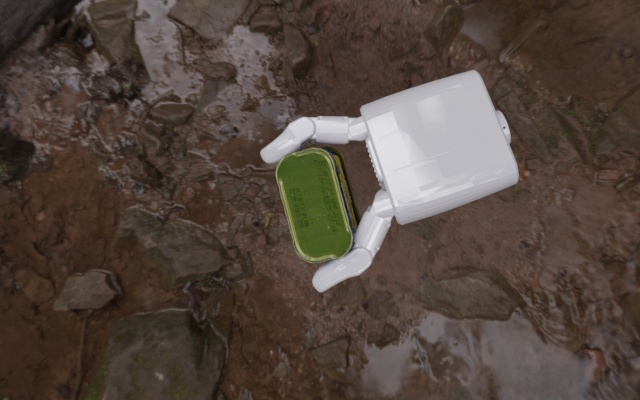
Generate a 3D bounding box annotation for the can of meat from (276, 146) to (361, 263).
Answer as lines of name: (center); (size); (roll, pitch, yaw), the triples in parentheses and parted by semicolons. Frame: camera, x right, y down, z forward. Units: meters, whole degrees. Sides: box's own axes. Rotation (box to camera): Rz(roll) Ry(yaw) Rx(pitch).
can of meat: (0.000, 0.001, 0.437); (0.057, 0.102, 0.084); (-15, 3, 8)
